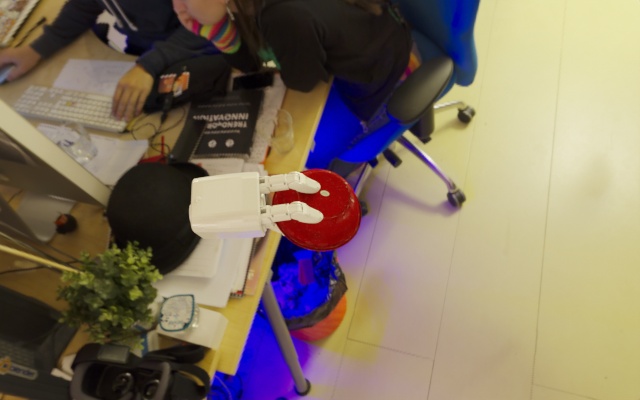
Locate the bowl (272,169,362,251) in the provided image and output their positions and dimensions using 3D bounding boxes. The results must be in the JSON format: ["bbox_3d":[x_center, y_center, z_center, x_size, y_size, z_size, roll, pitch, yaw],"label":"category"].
[{"bbox_3d":[0.001,0.002,0.815,0.162,0.162,0.055,0,-30,-15],"label":"bowl"}]
